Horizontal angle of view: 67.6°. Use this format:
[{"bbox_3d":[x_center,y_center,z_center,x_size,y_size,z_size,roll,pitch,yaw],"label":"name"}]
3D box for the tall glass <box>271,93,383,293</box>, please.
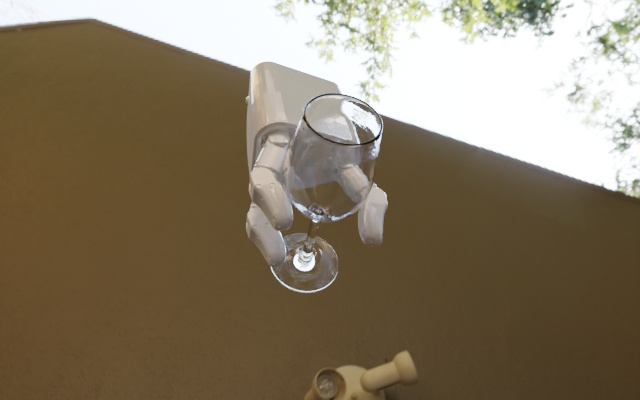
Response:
[{"bbox_3d":[0.000,0.002,0.436,0.079,0.079,0.201,0,-40,-13],"label":"tall glass"}]
